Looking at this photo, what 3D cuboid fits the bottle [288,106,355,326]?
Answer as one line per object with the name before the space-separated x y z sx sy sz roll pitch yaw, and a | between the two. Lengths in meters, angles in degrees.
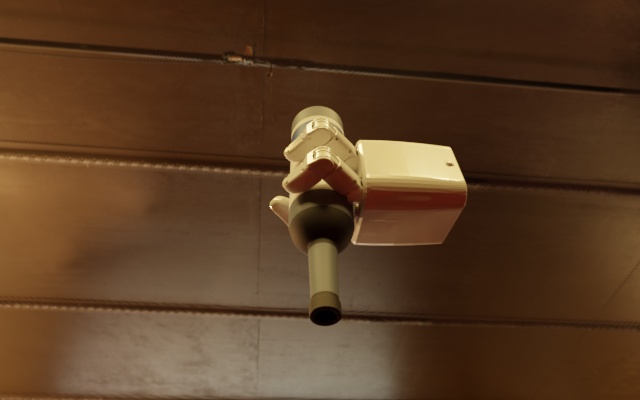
bottle | 0.000 0.002 0.507 0.069 0.069 0.295 0 40 -2
